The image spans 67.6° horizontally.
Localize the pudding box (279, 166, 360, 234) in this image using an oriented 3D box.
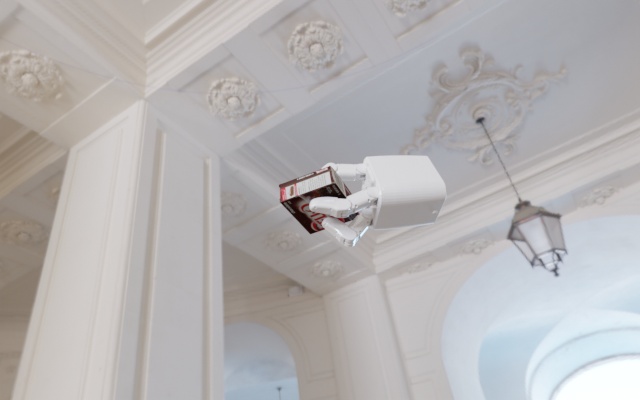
[{"bbox_3d":[0.000,0.002,0.737,0.090,0.039,0.114,-20,-39,15],"label":"pudding box"}]
